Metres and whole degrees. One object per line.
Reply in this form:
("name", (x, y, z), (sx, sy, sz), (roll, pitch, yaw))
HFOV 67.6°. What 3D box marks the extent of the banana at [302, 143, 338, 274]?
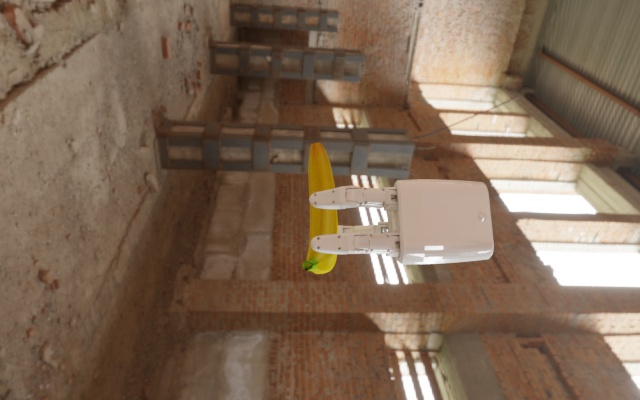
("banana", (0.002, 0.016, 0.601), (0.037, 0.197, 0.070), (-4, -39, 5))
